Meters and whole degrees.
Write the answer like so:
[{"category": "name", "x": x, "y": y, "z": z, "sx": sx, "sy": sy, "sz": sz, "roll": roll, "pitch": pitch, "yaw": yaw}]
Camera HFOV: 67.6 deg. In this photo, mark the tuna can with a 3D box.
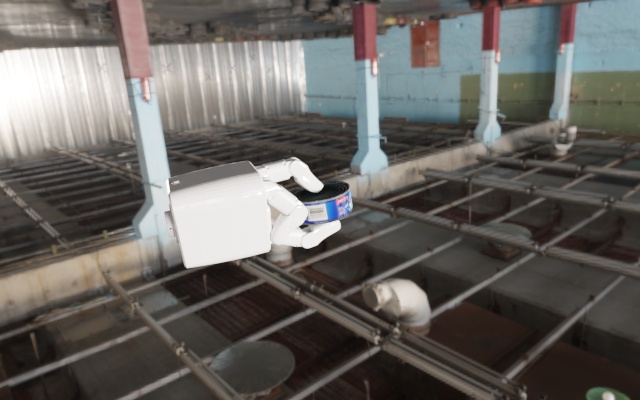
[{"category": "tuna can", "x": 0.000, "y": 0.003, "z": 0.649, "sx": 0.086, "sy": 0.034, "sz": 0.086, "roll": -9, "pitch": 18, "yaw": 3}]
